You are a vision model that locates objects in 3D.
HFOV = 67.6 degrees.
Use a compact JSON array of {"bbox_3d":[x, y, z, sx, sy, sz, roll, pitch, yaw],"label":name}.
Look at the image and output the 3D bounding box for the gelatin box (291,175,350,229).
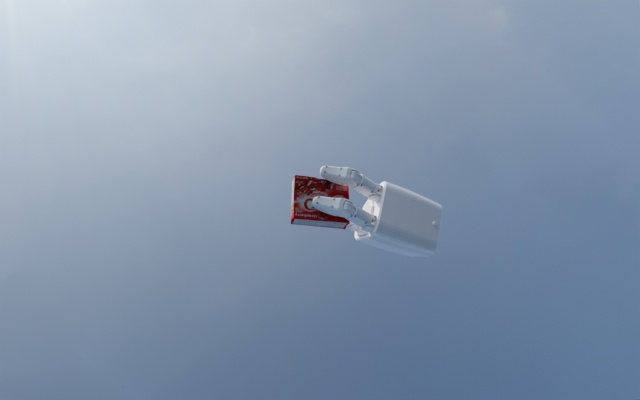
[{"bbox_3d":[0.000,0.003,0.737,0.089,0.073,0.030,6,-24,-11],"label":"gelatin box"}]
